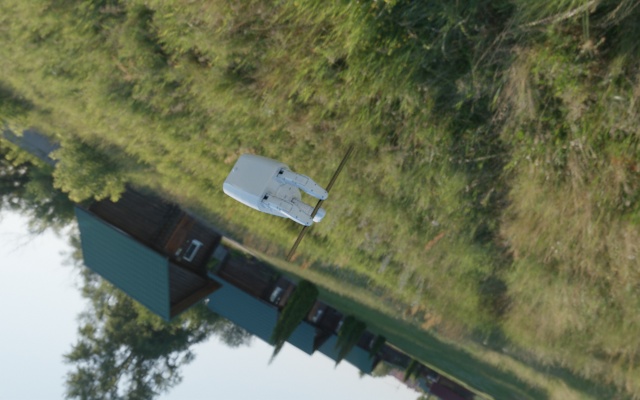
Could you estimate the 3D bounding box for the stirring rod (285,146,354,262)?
[{"bbox_3d":[0.000,0.003,0.855,0.011,0.239,0.011,28,-12,7],"label":"stirring rod"}]
